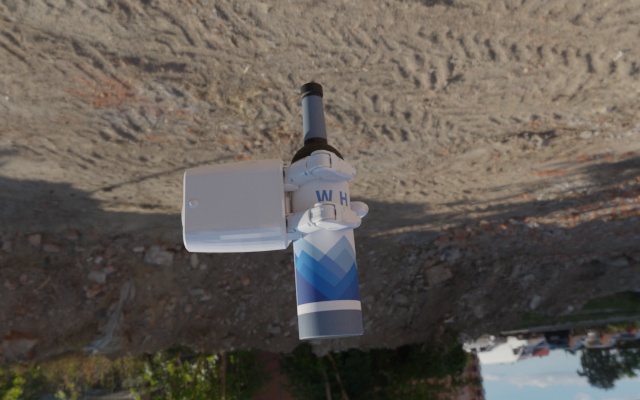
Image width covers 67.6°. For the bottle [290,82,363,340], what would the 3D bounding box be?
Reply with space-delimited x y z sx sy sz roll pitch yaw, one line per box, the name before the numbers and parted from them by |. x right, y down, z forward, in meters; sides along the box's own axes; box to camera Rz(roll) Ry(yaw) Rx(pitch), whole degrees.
bottle | 0.000 0.002 0.539 0.069 0.295 0.069 -4 -18 -1
